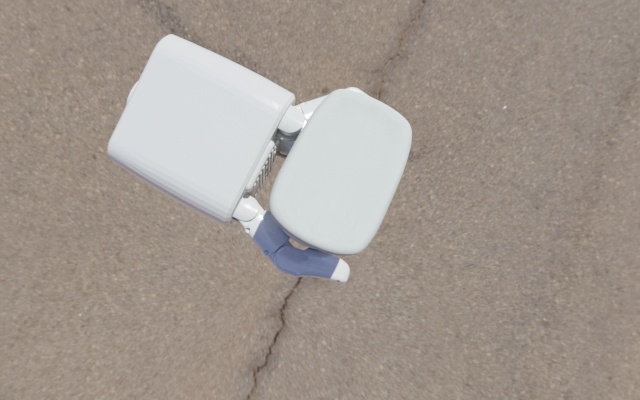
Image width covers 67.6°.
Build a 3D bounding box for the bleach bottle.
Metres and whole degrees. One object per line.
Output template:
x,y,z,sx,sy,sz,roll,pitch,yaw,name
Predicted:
0.000,0.001,0.400,0.068,0.102,0.251,27,-12,-2,bleach bottle
